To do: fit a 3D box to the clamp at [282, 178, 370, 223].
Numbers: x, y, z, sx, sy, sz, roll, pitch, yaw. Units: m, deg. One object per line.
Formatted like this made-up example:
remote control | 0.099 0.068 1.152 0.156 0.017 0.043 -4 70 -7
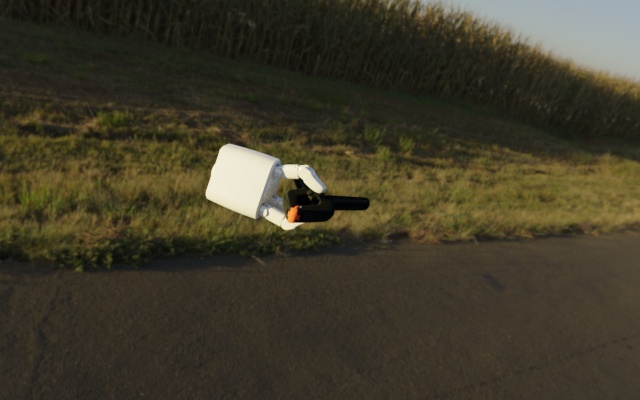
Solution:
clamp | 0.000 0.002 0.868 0.164 0.036 0.210 20 20 8
